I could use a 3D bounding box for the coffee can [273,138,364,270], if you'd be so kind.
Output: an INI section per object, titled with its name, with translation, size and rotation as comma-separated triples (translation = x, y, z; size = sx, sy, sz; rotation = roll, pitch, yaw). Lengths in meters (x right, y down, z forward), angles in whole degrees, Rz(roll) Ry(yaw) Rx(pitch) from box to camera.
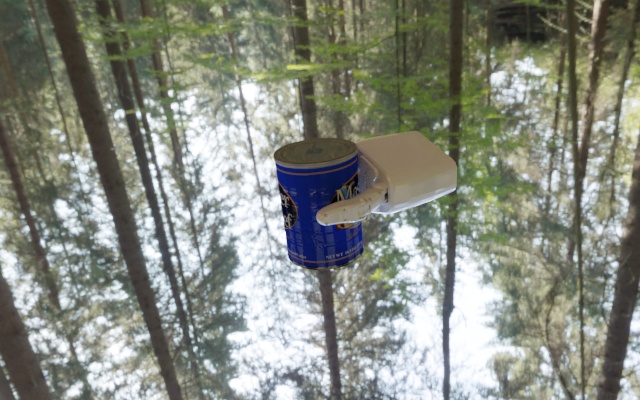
[coffee can]
translation = 0.000, 0.002, 0.607
size = 0.103, 0.140, 0.102
rotation = -5, 23, 2
